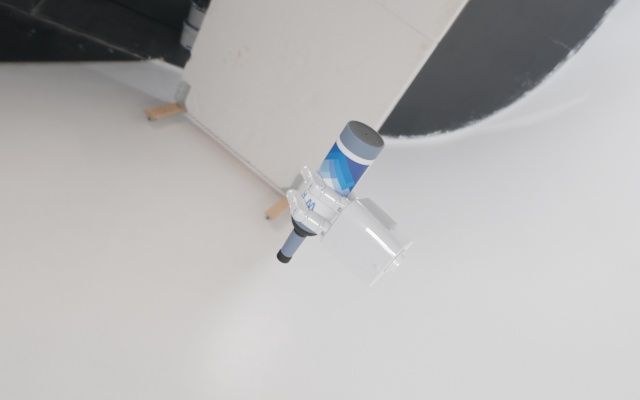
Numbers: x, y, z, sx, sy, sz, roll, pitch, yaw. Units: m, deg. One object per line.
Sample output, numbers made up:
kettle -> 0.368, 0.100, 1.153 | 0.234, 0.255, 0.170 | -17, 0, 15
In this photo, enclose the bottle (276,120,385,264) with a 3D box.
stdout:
bottle -> 0.000, 0.002, 0.799 | 0.069, 0.296, 0.069 | 23, 34, -17
